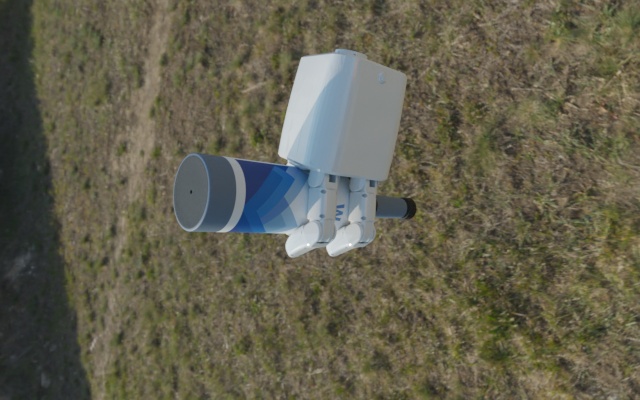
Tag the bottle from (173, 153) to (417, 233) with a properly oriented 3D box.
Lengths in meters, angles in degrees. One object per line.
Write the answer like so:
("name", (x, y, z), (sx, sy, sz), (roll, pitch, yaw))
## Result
("bottle", (0.000, 0.002, 0.498), (0.296, 0.069, 0.069), (5, -3, -42))
